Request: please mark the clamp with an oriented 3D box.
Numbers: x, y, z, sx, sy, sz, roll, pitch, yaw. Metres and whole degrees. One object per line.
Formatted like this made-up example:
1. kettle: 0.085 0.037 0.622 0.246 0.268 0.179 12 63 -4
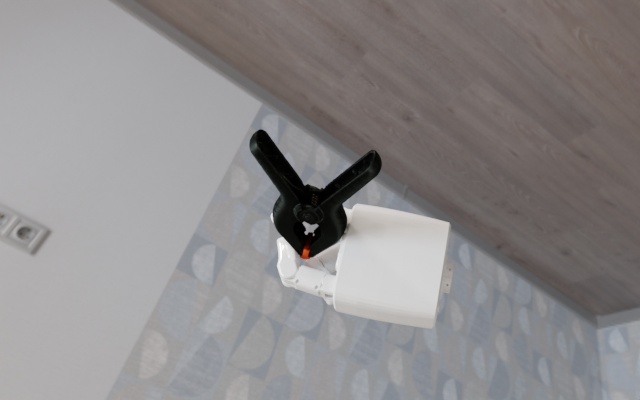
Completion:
1. clamp: 0.000 0.002 0.479 0.120 0.039 0.172 10 -38 15
